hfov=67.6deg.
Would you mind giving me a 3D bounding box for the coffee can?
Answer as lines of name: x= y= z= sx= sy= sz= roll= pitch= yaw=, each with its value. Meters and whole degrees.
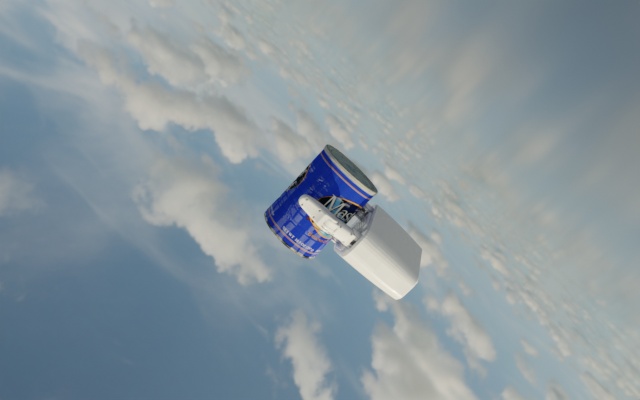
coffee can: x=0.000 y=0.002 z=0.709 sx=0.103 sy=0.140 sz=0.102 roll=41 pitch=13 yaw=-12
